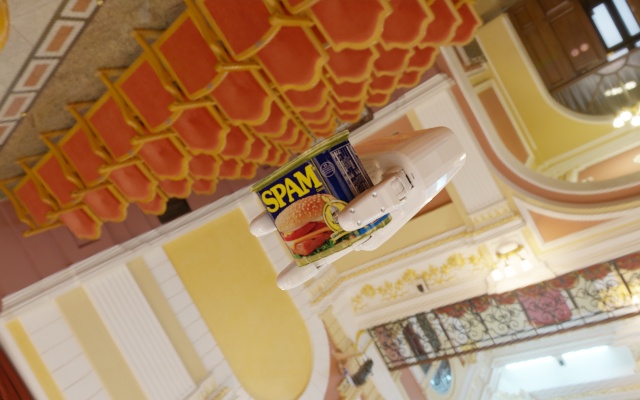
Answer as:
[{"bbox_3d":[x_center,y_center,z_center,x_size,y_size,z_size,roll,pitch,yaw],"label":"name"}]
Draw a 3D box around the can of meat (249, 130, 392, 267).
[{"bbox_3d":[0.000,0.002,0.411,0.102,0.084,0.057,-28,3,41],"label":"can of meat"}]
